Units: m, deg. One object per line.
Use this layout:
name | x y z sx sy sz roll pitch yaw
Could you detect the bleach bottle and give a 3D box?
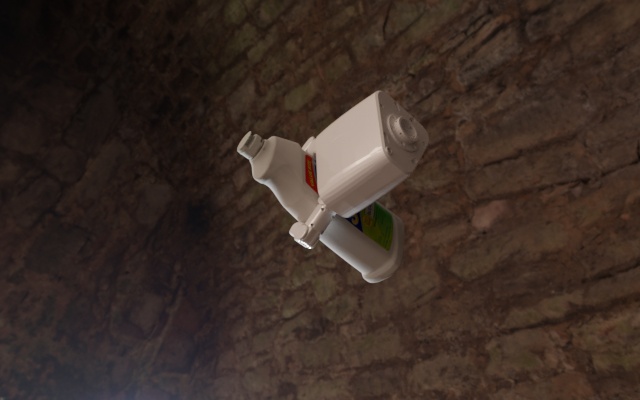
bleach bottle | 0.000 0.002 0.618 0.251 0.102 0.068 36 -47 -22
